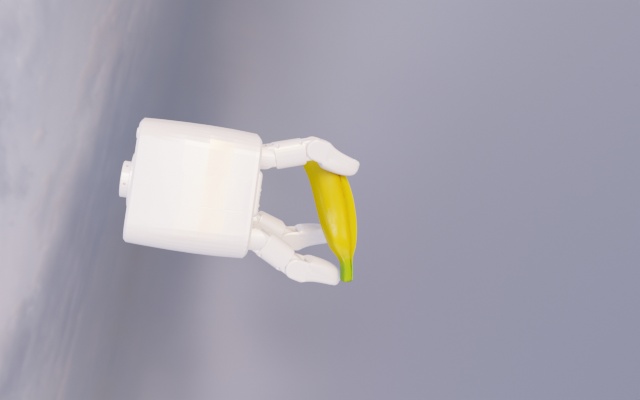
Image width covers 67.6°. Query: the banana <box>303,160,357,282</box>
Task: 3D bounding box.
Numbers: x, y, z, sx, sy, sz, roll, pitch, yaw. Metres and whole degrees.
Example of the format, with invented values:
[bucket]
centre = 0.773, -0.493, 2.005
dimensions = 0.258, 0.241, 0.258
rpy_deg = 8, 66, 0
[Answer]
[banana]
centre = 0.005, -0.010, 0.506
dimensions = 0.037, 0.070, 0.197
rpy_deg = 4, 40, -16
